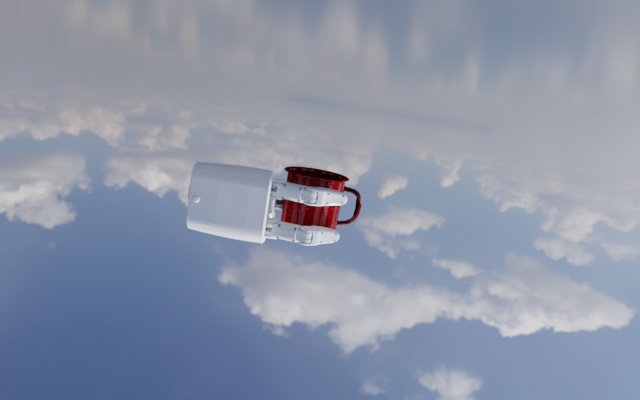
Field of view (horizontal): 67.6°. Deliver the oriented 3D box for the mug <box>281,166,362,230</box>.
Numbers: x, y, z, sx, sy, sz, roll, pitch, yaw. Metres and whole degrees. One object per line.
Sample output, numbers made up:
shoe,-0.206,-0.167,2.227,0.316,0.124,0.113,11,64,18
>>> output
mug,0.002,0.003,0.684,0.117,0.081,0.093,10,11,1
